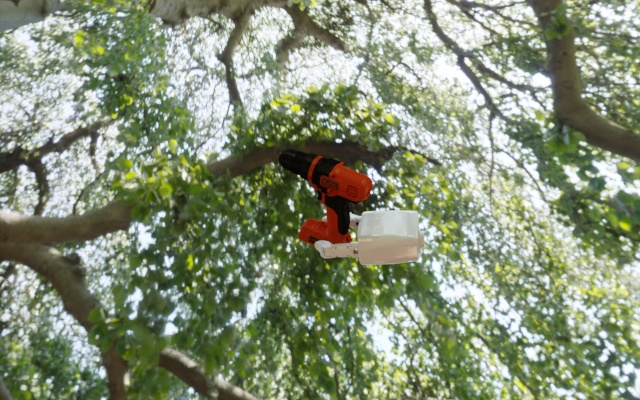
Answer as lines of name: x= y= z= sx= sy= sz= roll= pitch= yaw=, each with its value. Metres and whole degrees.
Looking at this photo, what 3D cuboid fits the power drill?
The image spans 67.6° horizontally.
power drill: x=0.000 y=0.003 z=0.897 sx=0.184 sy=0.188 sz=0.057 roll=23 pitch=43 yaw=21
